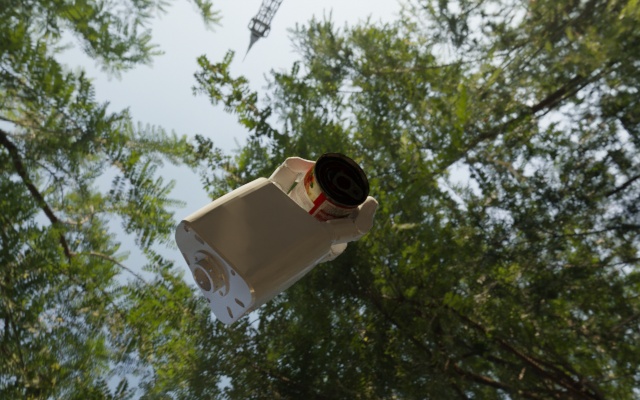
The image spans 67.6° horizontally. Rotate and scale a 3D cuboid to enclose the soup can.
[{"bbox_3d":[0.000,0.002,0.544,0.068,0.068,0.102,0,-30,-33],"label":"soup can"}]
